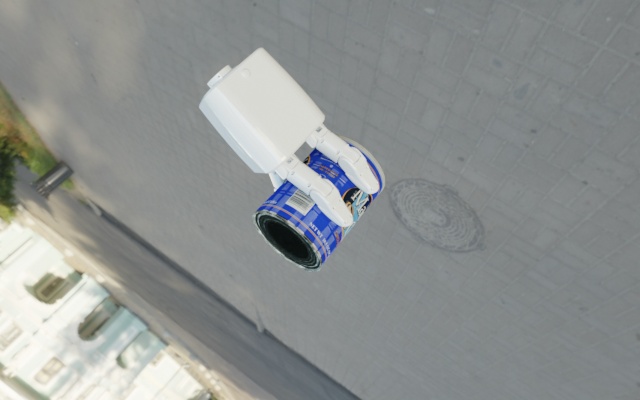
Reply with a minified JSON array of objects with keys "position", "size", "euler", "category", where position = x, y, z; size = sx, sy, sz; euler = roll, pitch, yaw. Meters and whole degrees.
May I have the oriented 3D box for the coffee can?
[{"position":[0.000,0.002,0.591],"size":[0.103,0.103,0.140],"euler":[0,43,53],"category":"coffee can"}]
